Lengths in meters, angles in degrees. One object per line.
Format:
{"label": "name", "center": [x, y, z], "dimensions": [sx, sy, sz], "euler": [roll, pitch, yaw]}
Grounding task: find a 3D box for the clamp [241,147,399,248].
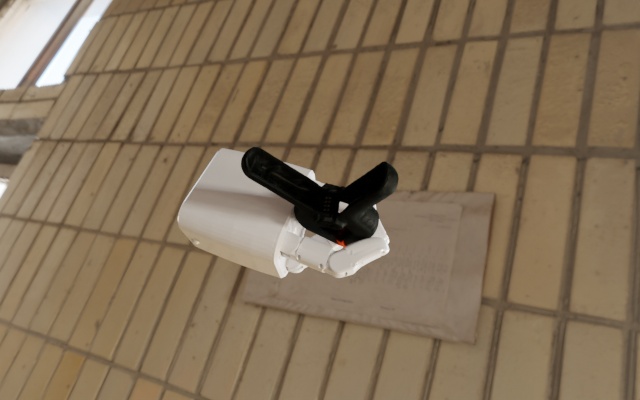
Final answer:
{"label": "clamp", "center": [0.000, 0.001, 0.419], "dimensions": [0.120, 0.039, 0.171], "euler": [17, -22, 8]}
